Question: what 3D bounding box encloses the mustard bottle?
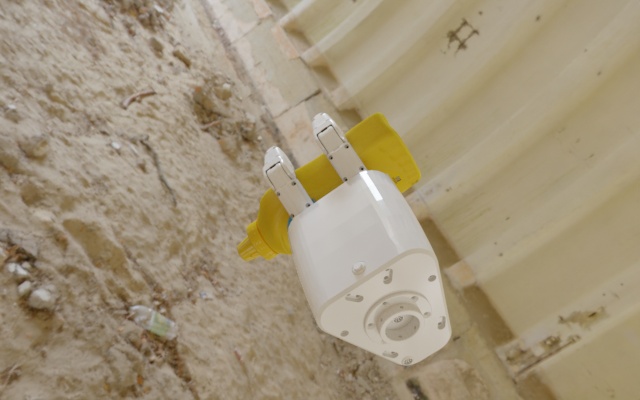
[{"bbox_3d":[0.000,0.001,0.465,0.191,0.058,0.096,-34,-33,8],"label":"mustard bottle"}]
